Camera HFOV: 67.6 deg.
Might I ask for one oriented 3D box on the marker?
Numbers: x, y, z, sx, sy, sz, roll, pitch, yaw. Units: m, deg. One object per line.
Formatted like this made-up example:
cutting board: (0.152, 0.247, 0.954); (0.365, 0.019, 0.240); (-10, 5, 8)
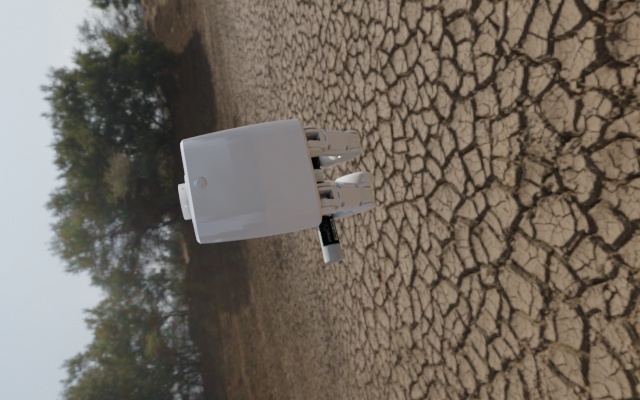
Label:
marker: (0.000, 0.002, 0.474); (0.020, 0.121, 0.020); (-13, -13, -3)
